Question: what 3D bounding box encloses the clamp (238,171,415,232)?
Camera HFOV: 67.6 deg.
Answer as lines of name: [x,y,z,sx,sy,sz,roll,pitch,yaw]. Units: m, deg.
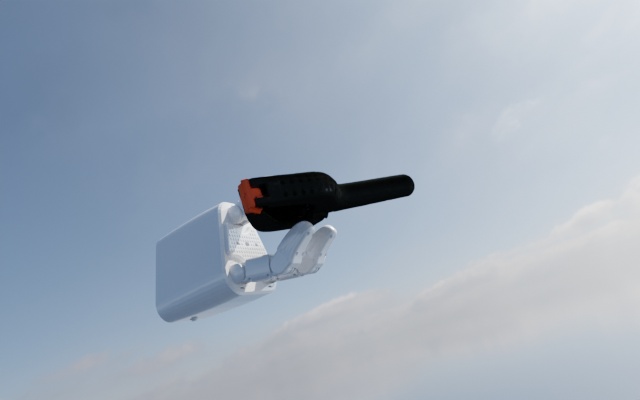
clamp: [-0.001,0.001,0.490,0.164,0.036,0.210,-28,-20,20]
